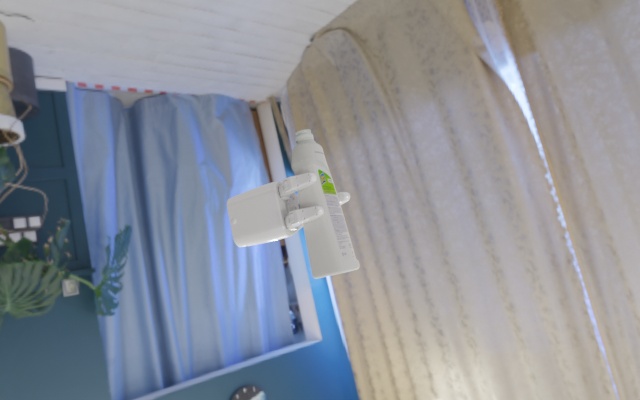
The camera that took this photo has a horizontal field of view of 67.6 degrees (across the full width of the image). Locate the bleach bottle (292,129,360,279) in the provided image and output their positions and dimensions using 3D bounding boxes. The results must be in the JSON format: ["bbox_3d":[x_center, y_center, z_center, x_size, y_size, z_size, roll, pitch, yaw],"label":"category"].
[{"bbox_3d":[0.000,0.003,0.819,0.068,0.251,0.102,-16,-9,20],"label":"bleach bottle"}]
